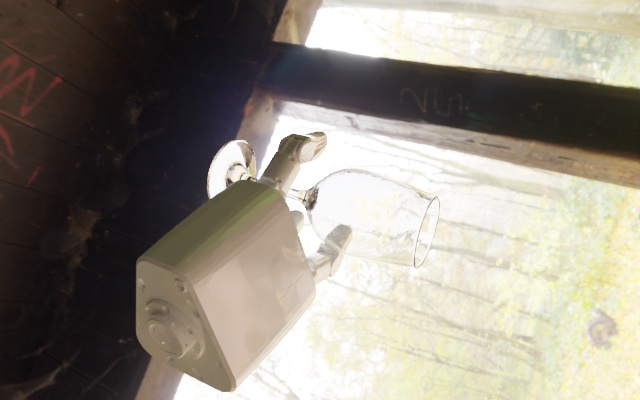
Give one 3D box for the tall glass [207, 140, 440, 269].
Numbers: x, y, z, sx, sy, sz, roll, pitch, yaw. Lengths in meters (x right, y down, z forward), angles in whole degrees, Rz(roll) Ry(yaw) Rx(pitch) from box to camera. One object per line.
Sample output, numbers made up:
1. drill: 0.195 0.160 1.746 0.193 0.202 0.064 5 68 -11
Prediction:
1. tall glass: 0.000 0.001 0.429 0.201 0.079 0.079 16 6 24
